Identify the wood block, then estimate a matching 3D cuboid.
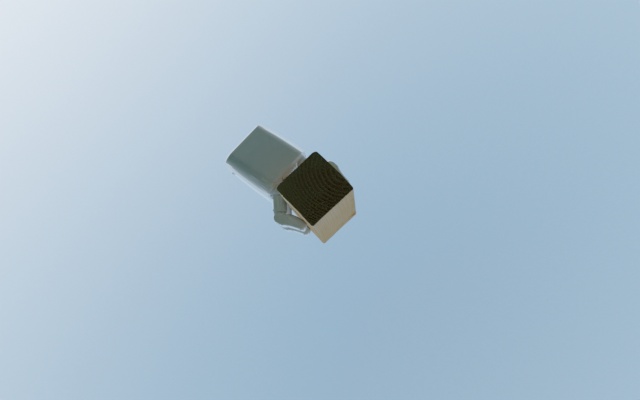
[{"bbox_3d":[0.000,0.002,0.843,0.091,0.090,0.206,-44,-13,-4],"label":"wood block"}]
